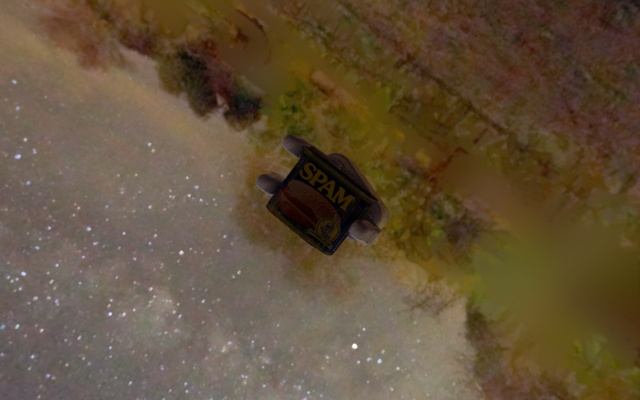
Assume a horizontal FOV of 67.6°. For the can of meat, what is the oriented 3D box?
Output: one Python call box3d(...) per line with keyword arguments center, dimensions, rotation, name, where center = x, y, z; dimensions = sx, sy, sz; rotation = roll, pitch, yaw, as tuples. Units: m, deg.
box3d(center=(0.000, 0.002, 0.551), dimensions=(0.102, 0.084, 0.057), rotation=(39, 9, 11), name="can of meat")
